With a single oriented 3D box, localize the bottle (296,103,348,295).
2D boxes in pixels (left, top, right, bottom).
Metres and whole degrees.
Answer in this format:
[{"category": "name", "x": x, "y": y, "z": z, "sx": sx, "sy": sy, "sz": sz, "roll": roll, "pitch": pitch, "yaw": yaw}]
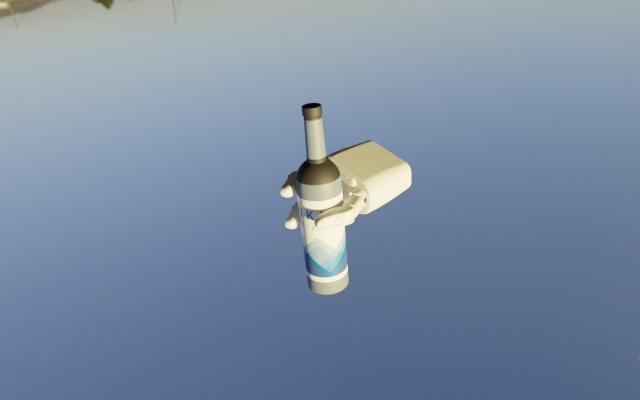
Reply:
[{"category": "bottle", "x": 0.000, "y": 0.003, "z": 0.709, "sx": 0.069, "sy": 0.296, "sz": 0.069, "roll": -4, "pitch": 28, "yaw": 2}]
